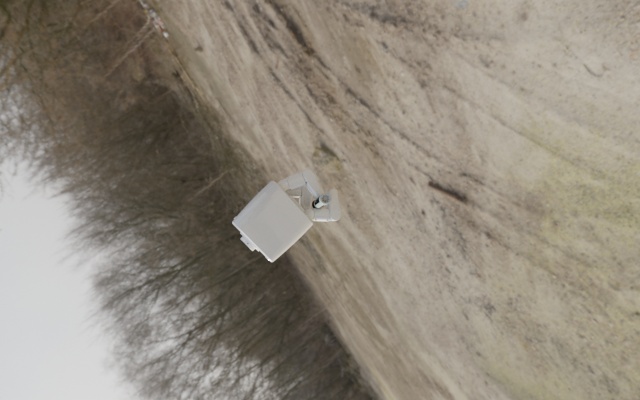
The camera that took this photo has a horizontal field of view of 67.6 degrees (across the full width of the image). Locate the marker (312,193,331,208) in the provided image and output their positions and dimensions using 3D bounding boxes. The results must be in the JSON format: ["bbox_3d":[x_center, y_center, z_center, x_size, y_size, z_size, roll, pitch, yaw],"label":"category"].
[{"bbox_3d":[0.000,0.003,0.853,0.020,0.020,0.121,0,-6,-8],"label":"marker"}]
